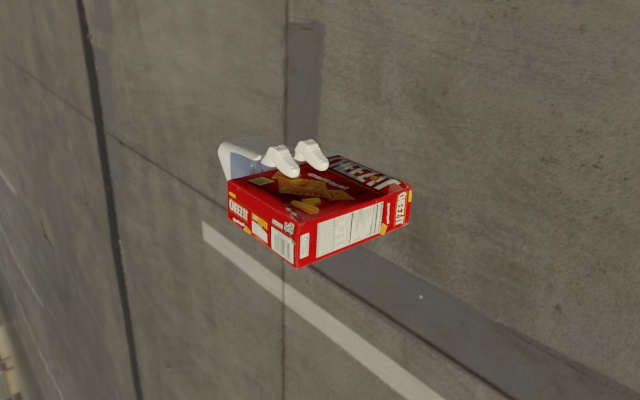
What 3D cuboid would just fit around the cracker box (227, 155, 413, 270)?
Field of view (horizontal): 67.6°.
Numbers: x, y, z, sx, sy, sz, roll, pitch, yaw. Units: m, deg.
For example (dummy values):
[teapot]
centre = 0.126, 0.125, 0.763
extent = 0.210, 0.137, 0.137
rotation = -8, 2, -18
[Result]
[cracker box]
centre = 0.000, 0.002, 0.684
extent = 0.213, 0.072, 0.164
rotation = -17, 33, -37
